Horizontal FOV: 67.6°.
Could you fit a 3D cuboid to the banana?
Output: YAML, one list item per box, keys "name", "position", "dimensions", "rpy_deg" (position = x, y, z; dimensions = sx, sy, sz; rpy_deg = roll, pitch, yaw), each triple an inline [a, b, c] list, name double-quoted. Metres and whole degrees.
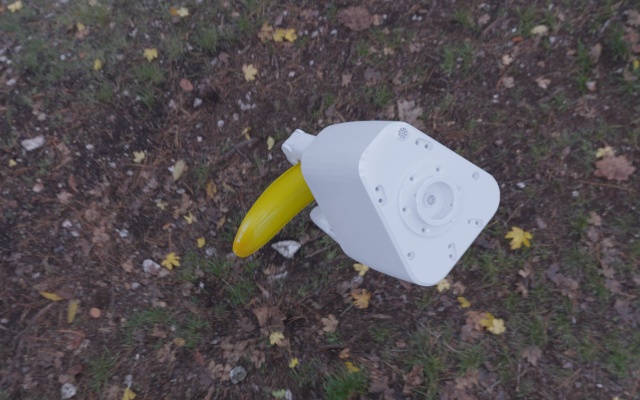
- name: "banana"
  position: [0.000, -0.015, 0.454]
  dimensions: [0.198, 0.070, 0.037]
  rpy_deg: [-29, 39, -21]
